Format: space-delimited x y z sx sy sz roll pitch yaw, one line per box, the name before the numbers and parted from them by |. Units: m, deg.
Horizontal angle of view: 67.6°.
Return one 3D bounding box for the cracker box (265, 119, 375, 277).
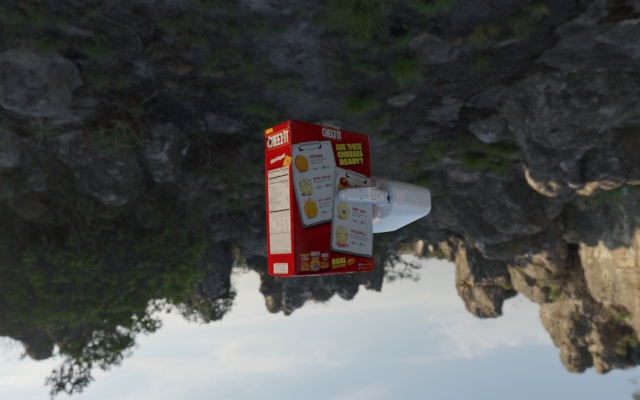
cracker box | 0.000 0.002 0.711 0.164 0.213 0.072 4 -9 -43
